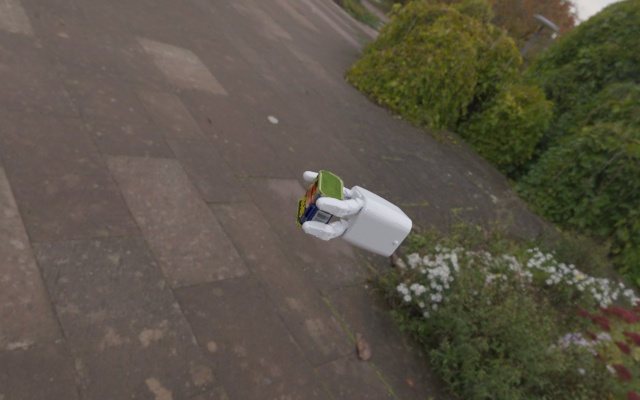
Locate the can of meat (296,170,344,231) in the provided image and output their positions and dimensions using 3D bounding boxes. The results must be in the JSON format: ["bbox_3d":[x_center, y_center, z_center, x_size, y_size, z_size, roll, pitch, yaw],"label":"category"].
[{"bbox_3d":[0.000,0.003,0.885,0.057,0.084,0.102,26,29,-14],"label":"can of meat"}]
